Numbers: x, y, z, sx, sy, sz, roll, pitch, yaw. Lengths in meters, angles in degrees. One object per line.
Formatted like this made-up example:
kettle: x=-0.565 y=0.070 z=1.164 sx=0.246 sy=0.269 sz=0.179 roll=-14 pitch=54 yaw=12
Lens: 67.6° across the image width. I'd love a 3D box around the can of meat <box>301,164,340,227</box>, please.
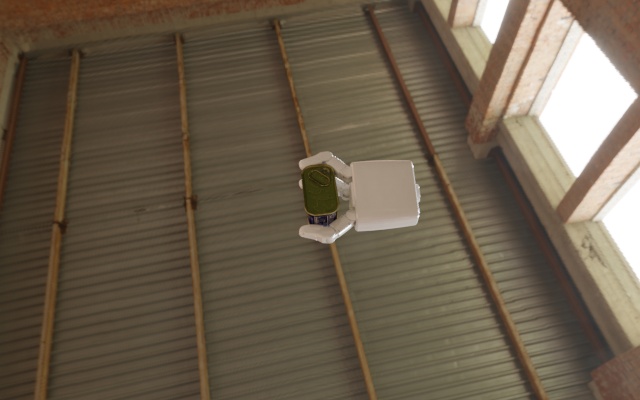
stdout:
can of meat: x=0.000 y=0.003 z=0.826 sx=0.057 sy=0.102 sz=0.084 roll=-7 pitch=-33 yaw=-2
